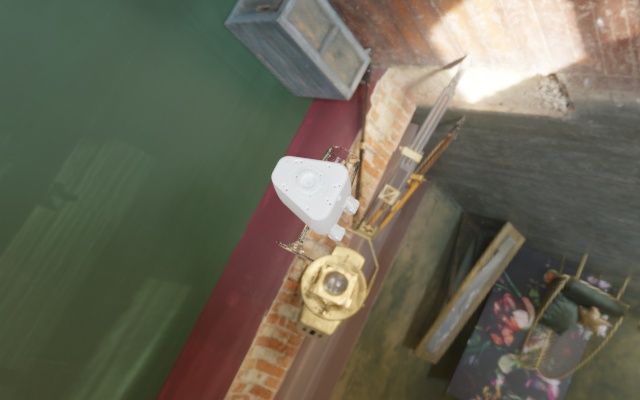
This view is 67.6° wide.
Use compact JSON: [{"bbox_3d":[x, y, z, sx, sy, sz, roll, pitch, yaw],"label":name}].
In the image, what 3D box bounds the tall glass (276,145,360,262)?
[{"bbox_3d":[0.000,0.003,0.848,0.079,0.201,0.079,26,-10,5],"label":"tall glass"}]
